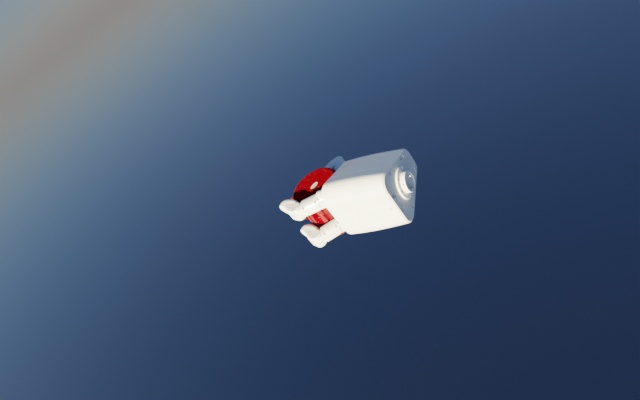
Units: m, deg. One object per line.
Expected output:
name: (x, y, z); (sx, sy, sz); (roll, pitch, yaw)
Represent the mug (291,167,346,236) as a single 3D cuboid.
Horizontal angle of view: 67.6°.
mug: (-0.001, 0.003, 0.787); (0.117, 0.093, 0.081); (-12, -49, 36)
